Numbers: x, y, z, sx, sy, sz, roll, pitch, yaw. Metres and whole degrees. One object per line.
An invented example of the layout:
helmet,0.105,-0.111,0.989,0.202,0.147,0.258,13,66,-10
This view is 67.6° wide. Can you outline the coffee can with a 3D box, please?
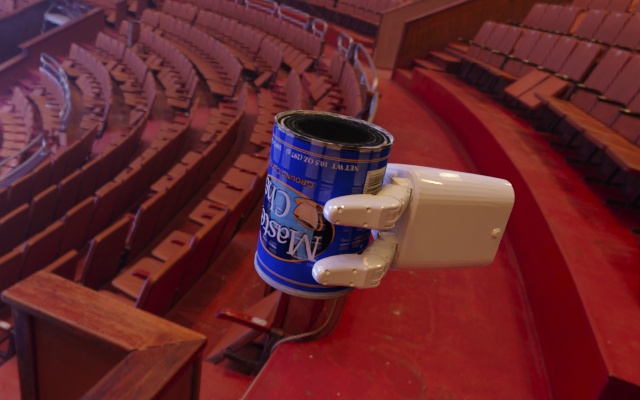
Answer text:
coffee can,0.000,0.002,0.428,0.103,0.140,0.102,9,23,-4
